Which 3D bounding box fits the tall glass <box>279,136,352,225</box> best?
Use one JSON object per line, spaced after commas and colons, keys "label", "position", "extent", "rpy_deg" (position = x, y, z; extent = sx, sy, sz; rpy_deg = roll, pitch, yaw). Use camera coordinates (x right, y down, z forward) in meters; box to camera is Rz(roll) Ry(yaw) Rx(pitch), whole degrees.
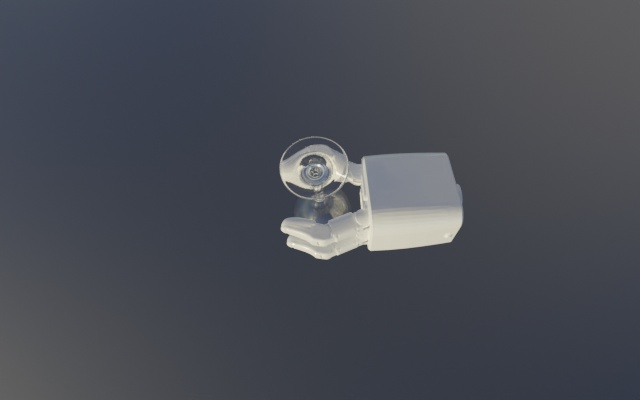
{"label": "tall glass", "position": [0.000, 0.002, 0.596], "extent": [0.079, 0.079, 0.201], "rpy_deg": [0, -22, 4]}
